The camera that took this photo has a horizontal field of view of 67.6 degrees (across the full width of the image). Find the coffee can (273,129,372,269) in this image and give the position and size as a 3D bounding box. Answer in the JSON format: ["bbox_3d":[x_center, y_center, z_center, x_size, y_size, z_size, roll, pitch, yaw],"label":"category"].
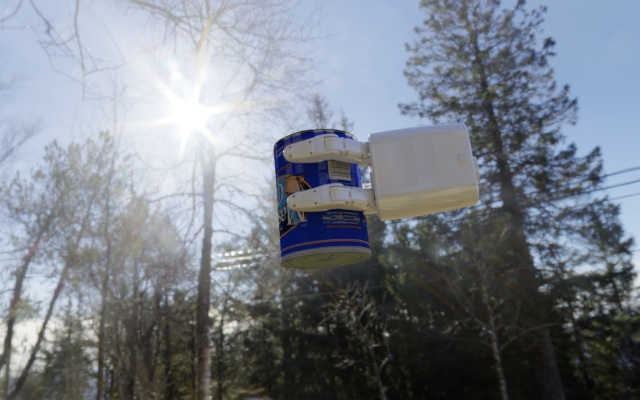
[{"bbox_3d":[0.000,0.002,0.555,0.103,0.140,0.103,-5,-16,-1],"label":"coffee can"}]
